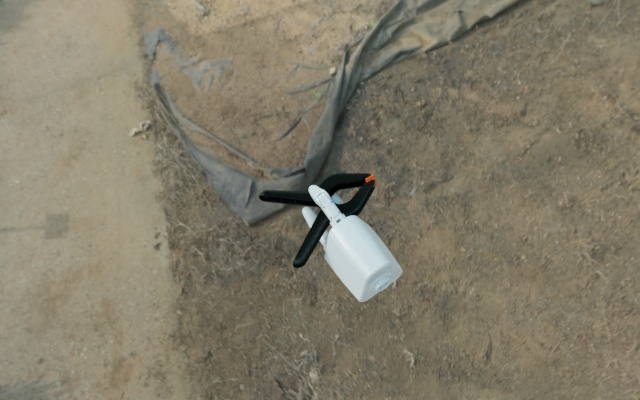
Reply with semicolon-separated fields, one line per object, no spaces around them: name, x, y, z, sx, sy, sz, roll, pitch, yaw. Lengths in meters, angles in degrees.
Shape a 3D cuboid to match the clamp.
clamp;0.001;0.002;0.859;0.210;0.164;0.036;-33;-26;-8
